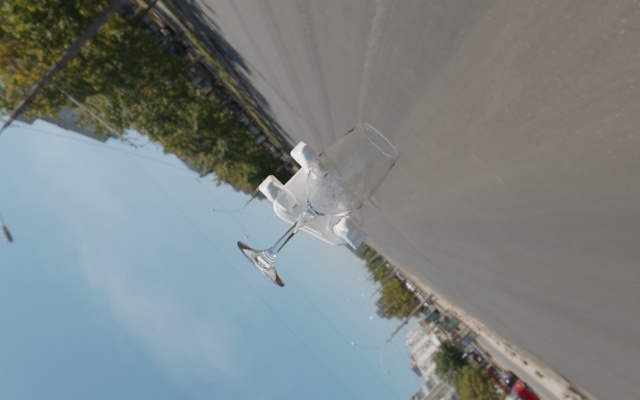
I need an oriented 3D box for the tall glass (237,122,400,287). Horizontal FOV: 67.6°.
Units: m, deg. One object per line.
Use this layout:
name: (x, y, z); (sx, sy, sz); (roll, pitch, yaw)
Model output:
tall glass: (0.000, 0.002, 0.551); (0.079, 0.201, 0.079); (44, -1, 1)
